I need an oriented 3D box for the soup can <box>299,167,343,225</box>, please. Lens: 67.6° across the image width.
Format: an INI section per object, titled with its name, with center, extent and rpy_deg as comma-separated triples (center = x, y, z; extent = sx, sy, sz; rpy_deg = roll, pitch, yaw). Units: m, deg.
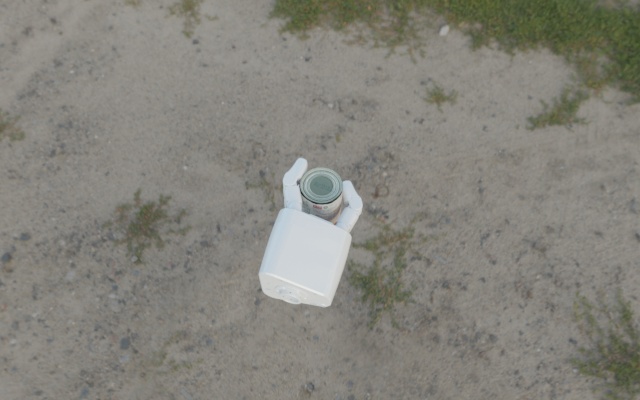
[soup can]
center = 0.000, 0.002, 0.758
extent = 0.068, 0.068, 0.102
rpy_deg = 0, -31, -1
